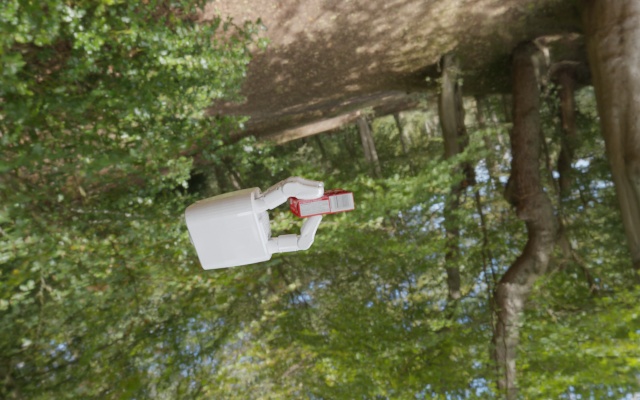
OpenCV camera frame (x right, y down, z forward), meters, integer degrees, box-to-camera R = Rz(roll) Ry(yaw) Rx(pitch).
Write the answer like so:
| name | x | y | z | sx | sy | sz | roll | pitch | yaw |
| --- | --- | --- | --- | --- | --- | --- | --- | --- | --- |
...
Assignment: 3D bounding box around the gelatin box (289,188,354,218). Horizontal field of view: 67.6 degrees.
| name | x | y | z | sx | sy | sz | roll | pitch | yaw |
| --- | --- | --- | --- | --- | --- | --- | --- | --- | --- |
| gelatin box | 0.001 | 0.003 | 0.747 | 0.089 | 0.030 | 0.073 | -9 | 8 | -11 |
